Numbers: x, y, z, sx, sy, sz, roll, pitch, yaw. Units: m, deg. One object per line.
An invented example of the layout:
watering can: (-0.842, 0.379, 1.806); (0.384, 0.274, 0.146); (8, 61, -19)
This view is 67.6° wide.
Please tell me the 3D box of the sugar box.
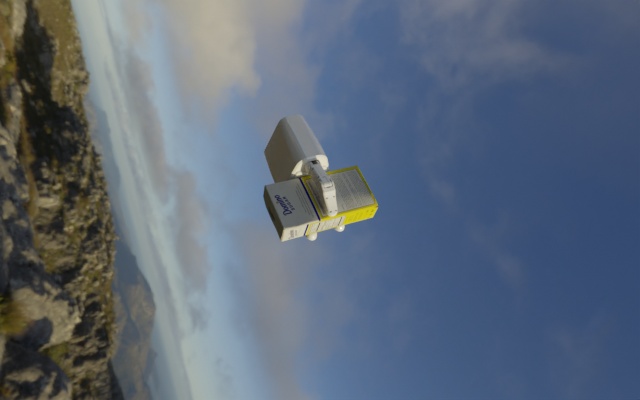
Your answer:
sugar box: (0.000, 0.003, 0.810); (0.176, 0.093, 0.048); (-14, -30, -20)
